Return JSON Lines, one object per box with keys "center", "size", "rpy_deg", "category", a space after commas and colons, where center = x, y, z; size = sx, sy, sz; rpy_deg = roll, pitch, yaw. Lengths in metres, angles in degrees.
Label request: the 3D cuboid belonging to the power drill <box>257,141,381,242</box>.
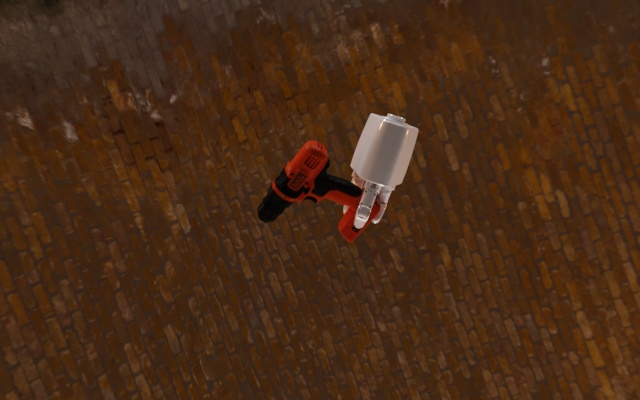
{"center": [0.001, 0.003, 0.870], "size": [0.188, 0.184, 0.057], "rpy_deg": [29, 29, -22], "category": "power drill"}
